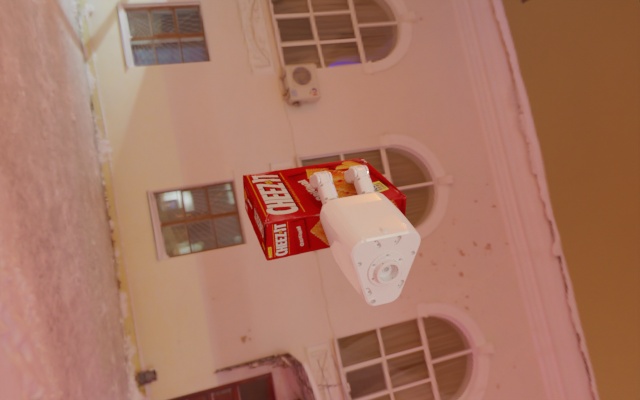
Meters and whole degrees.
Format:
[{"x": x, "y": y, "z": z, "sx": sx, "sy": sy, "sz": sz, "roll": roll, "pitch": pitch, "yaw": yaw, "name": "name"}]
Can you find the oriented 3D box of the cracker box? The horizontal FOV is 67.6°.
[{"x": 0.000, "y": 0.003, "z": 0.740, "sx": 0.213, "sy": 0.072, "sz": 0.164, "roll": -9, "pitch": 29, "yaw": -16, "name": "cracker box"}]
